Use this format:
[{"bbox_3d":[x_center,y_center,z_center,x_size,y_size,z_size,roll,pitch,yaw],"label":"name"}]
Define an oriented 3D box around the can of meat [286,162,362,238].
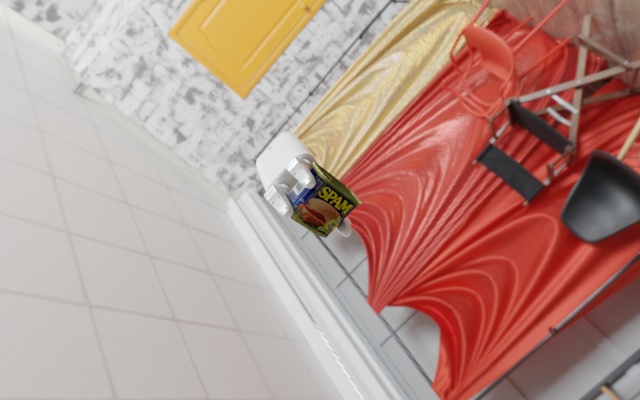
[{"bbox_3d":[0.000,0.003,0.754,0.102,0.084,0.057,35,13,-38],"label":"can of meat"}]
